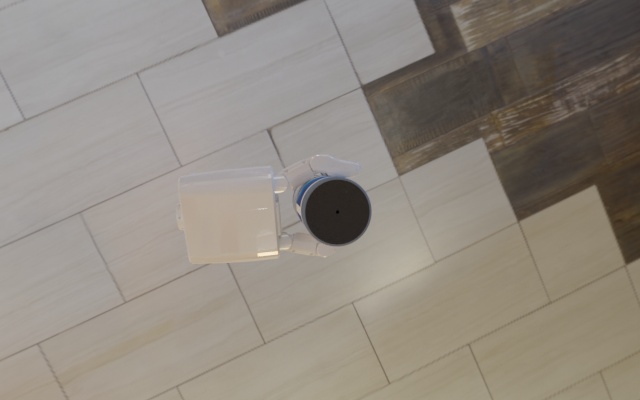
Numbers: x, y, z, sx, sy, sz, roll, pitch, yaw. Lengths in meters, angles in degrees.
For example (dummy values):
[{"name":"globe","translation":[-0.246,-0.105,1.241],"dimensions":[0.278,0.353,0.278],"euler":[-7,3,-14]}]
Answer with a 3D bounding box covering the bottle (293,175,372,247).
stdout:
[{"name":"bottle","translation":[0.000,0.002,0.598],"dimensions":[0.069,0.069,0.295],"euler":[0,4,-6]}]
